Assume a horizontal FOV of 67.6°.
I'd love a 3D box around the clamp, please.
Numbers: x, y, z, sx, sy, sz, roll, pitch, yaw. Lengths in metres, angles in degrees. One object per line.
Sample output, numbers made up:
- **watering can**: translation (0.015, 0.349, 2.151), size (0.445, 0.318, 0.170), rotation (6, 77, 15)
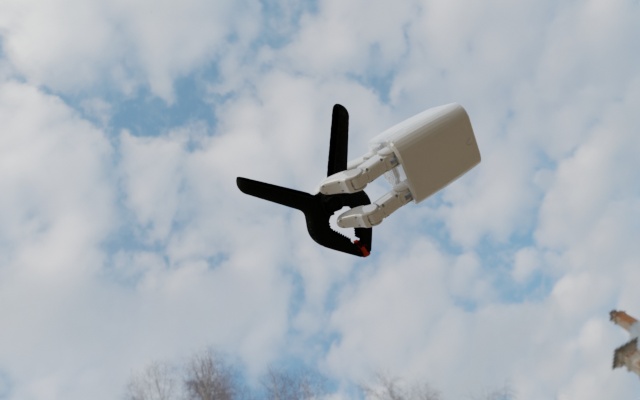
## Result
- **clamp**: translation (0.000, 0.002, 0.626), size (0.164, 0.210, 0.036), rotation (-31, 27, -7)
